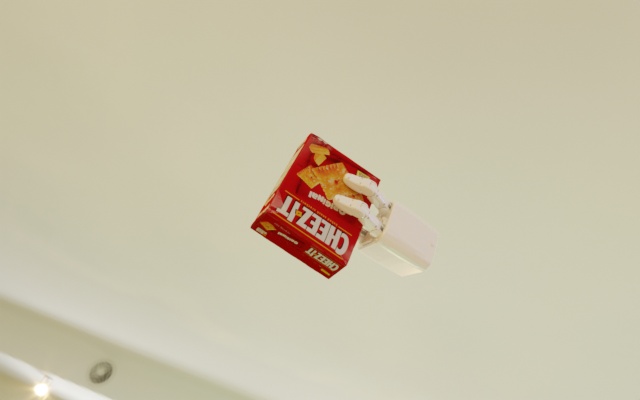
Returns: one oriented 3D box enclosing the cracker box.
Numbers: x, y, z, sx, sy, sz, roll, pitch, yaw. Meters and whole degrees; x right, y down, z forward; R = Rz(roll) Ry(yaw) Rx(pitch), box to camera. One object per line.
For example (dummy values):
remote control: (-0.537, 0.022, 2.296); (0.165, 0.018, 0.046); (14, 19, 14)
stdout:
cracker box: (0.000, 0.003, 0.844); (0.164, 0.213, 0.072); (34, -41, -10)
